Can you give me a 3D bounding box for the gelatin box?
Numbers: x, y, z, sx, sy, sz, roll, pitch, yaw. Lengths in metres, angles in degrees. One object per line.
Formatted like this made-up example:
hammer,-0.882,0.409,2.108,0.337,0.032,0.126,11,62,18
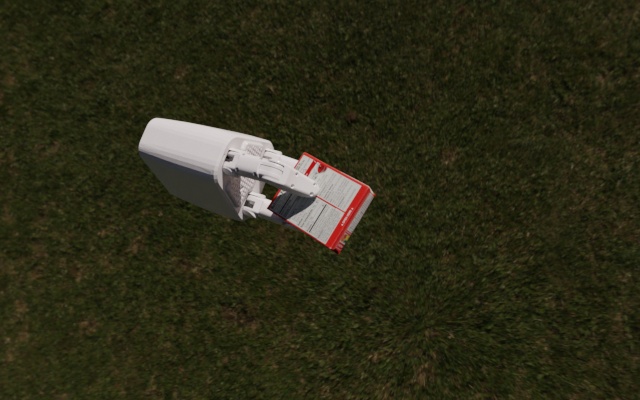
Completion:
gelatin box,0.000,0.002,0.496,0.089,0.073,0.030,30,-4,26
